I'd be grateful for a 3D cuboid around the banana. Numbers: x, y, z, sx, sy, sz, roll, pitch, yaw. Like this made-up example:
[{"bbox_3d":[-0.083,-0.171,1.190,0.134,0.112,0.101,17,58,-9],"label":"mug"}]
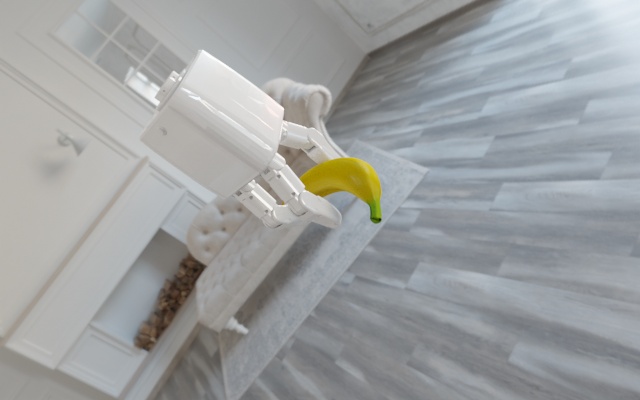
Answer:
[{"bbox_3d":[0.010,-0.015,0.540,0.037,0.069,0.198,32,-15,-26],"label":"banana"}]
